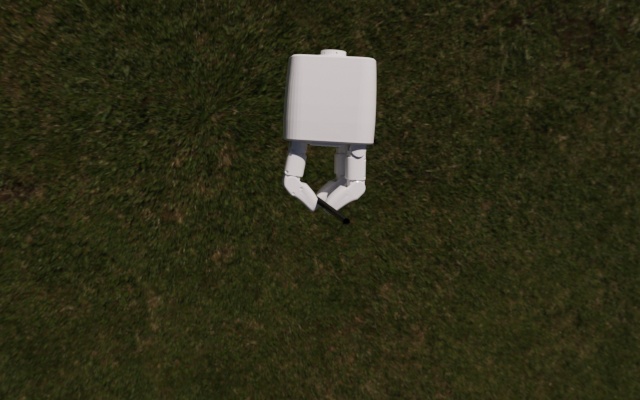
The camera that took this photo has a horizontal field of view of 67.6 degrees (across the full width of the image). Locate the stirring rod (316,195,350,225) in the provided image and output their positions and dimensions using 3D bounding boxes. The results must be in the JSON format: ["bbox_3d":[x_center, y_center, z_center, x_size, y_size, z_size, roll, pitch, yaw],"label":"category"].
[{"bbox_3d":[0.000,0.002,0.623,0.011,0.011,0.239,0,10,-13],"label":"stirring rod"}]
